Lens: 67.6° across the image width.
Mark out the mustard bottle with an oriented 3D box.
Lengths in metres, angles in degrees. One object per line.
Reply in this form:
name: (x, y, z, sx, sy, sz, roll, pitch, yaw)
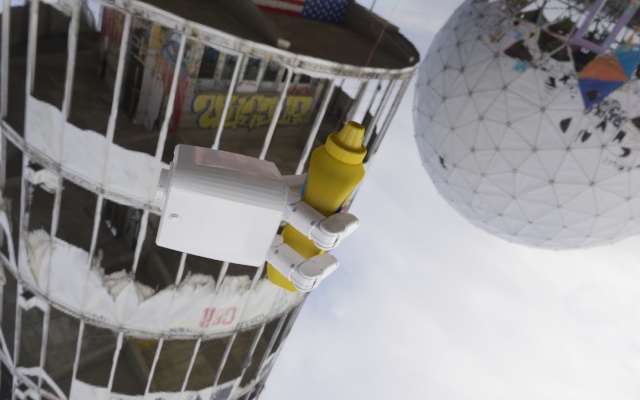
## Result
mustard bottle: (0.000, 0.002, 0.511, 0.058, 0.192, 0.096, 25, 30, 3)
